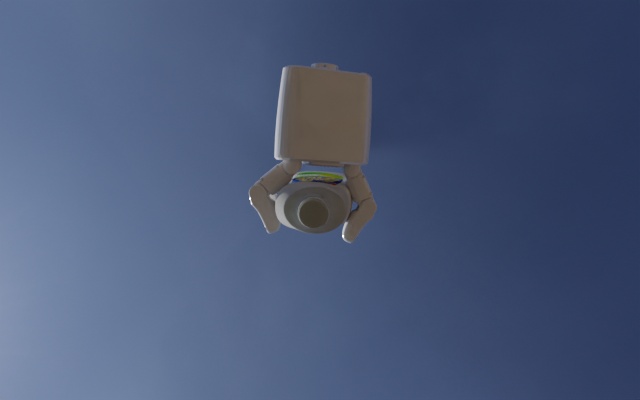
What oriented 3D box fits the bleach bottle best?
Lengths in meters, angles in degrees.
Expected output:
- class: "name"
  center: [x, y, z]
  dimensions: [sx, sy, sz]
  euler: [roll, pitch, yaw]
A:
- class: "bleach bottle"
  center: [0.000, 0.002, 0.586]
  dimensions: [0.102, 0.068, 0.251]
  euler: [4, 5, -1]
